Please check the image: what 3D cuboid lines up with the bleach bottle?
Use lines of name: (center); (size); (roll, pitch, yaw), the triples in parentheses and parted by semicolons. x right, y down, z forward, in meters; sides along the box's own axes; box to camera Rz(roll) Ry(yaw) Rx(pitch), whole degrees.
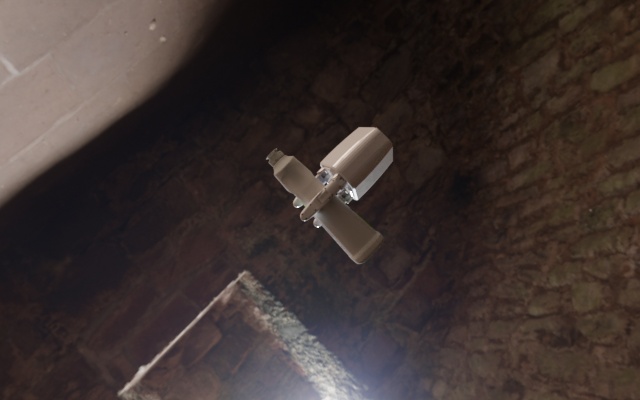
bleach bottle: (0.000, 0.003, 0.860); (0.251, 0.068, 0.102); (45, -4, -1)
